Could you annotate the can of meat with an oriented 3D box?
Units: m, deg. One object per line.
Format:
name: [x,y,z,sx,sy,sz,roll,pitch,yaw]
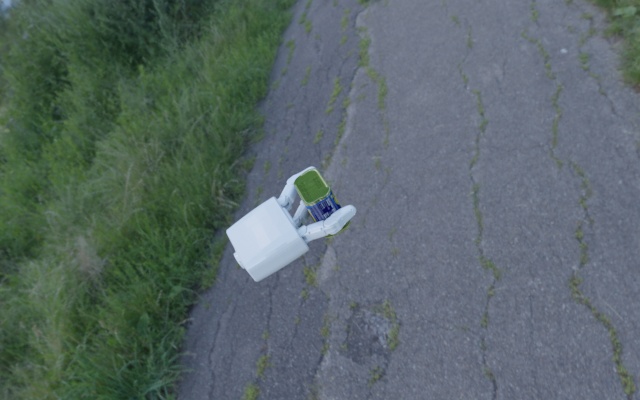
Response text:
can of meat: [0.000,0.003,0.838,0.057,0.084,0.102,-32,36,-1]
